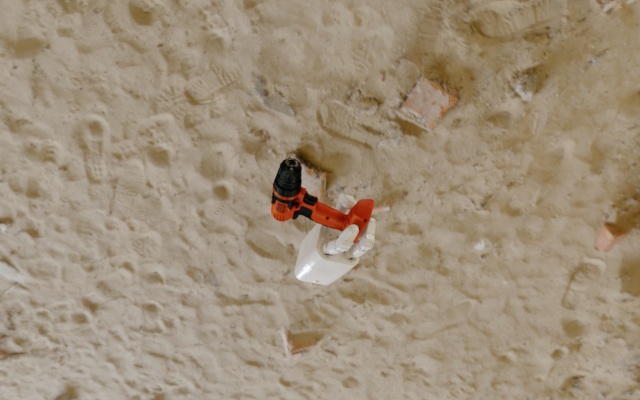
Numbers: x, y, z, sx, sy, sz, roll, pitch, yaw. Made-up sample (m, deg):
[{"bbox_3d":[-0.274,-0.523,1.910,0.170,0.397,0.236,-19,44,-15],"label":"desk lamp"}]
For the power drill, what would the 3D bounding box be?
[{"bbox_3d":[0.001,0.003,0.887,0.187,0.057,0.184,20,-30,1],"label":"power drill"}]
